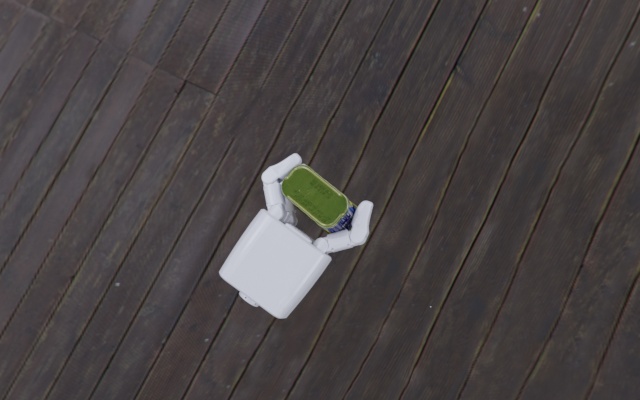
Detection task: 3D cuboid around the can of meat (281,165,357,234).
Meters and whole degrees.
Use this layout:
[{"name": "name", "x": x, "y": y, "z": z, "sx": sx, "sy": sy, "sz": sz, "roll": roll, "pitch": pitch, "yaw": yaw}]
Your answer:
[{"name": "can of meat", "x": 0.000, "y": 0.002, "z": 0.657, "sx": 0.102, "sy": 0.057, "sz": 0.084, "roll": 39, "pitch": -1, "yaw": 18}]
